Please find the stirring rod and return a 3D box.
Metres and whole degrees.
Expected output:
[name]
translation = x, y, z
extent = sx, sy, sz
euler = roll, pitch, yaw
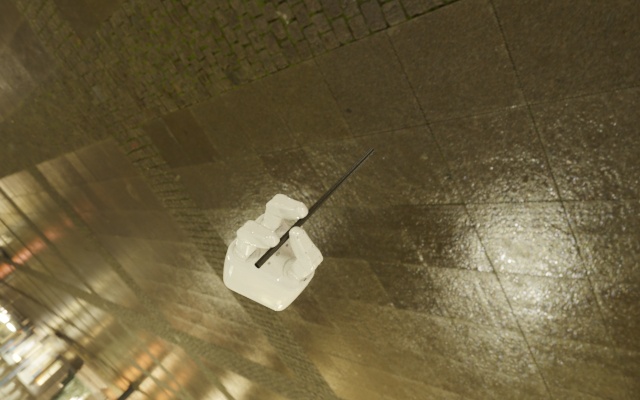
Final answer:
[stirring rod]
translation = 0.000, 0.002, 0.602
extent = 0.011, 0.011, 0.239
euler = 0, 37, 48
